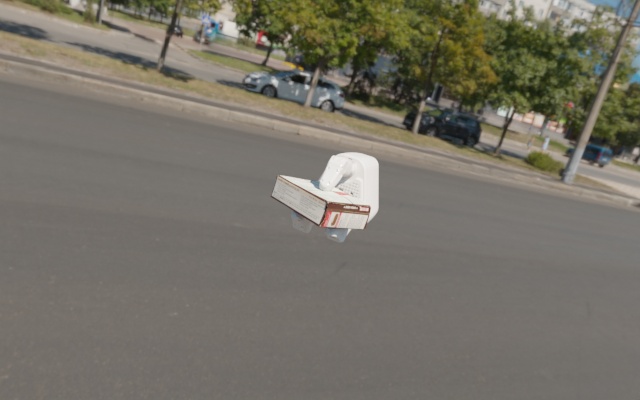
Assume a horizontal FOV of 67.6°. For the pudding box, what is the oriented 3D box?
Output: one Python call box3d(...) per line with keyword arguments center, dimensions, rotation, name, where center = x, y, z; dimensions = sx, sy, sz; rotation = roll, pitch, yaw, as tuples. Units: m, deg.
box3d(center=(0.000, 0.002, 0.660), dimensions=(0.090, 0.039, 0.113), rotation=(5, 15, -44), name="pudding box")
